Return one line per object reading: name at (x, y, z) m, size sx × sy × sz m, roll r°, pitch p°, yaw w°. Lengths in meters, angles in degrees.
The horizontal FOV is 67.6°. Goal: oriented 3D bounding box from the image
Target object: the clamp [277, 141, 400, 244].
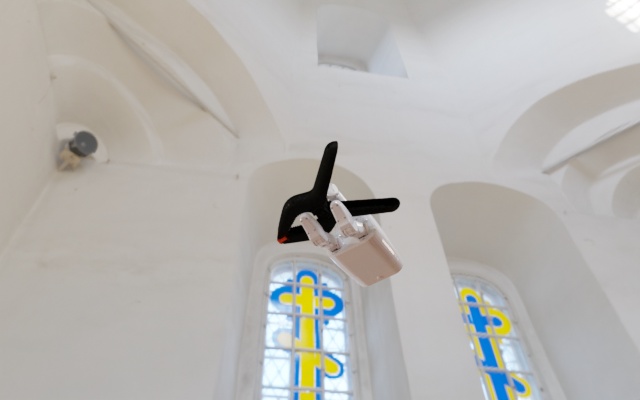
clamp at (0.000, 0.002, 0.775) m, size 0.210 × 0.165 × 0.036 m, roll -29°, pitch 32°, yaw 22°
